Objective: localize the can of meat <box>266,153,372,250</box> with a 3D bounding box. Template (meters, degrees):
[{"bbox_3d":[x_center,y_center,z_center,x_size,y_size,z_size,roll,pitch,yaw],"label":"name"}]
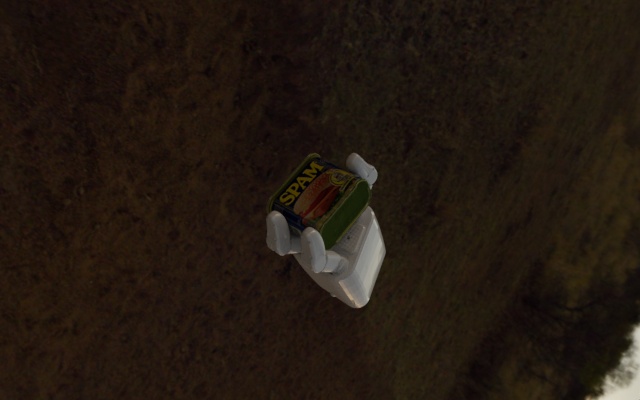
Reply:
[{"bbox_3d":[0.000,0.002,0.582,0.084,0.102,0.057,28,-23,33],"label":"can of meat"}]
